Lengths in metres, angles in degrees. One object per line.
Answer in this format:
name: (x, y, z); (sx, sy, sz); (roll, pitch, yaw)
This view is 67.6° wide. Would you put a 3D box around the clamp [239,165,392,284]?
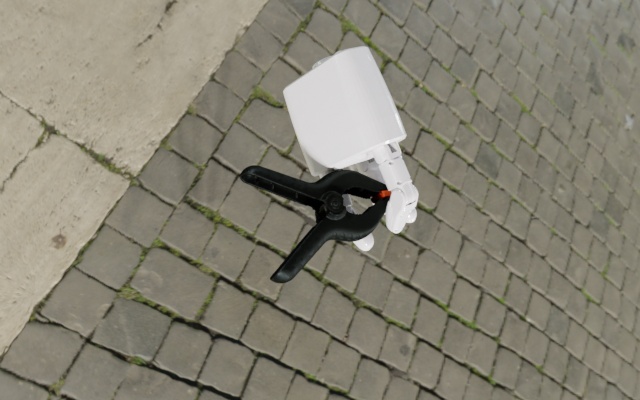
clamp: (0.001, 0.002, 0.501); (0.171, 0.120, 0.039); (-22, -2, -32)
